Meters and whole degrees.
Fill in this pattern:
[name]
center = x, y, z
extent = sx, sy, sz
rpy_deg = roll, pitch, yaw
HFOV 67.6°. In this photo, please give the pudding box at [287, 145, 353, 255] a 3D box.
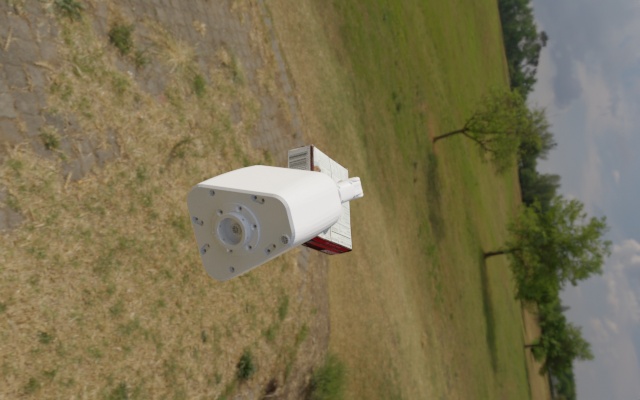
[pudding box]
center = 0.000, 0.002, 0.566
extent = 0.039, 0.113, 0.090
rpy_deg = -11, -22, 28
